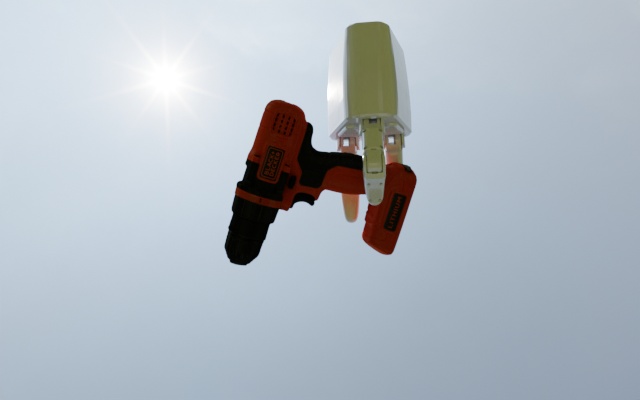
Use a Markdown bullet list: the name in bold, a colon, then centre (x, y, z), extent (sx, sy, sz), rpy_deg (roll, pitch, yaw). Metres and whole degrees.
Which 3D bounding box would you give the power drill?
- **power drill**: centre (0.001, 0.002, 0.531), extent (0.187, 0.184, 0.057), rpy_deg (17, 7, -15)
